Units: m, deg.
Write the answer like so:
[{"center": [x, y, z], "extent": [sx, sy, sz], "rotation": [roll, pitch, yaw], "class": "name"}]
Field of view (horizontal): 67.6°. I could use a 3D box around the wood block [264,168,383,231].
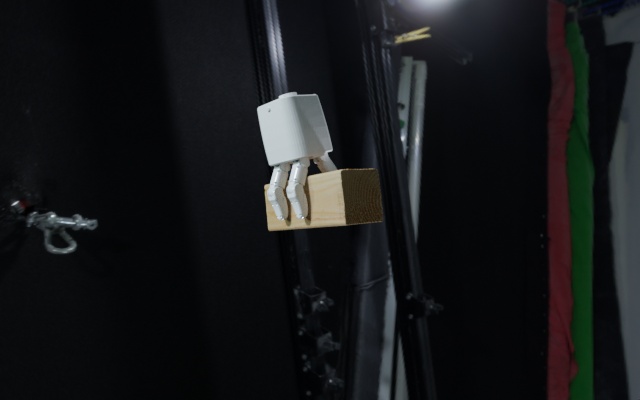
[{"center": [0.000, 0.002, 0.842], "extent": [0.091, 0.090, 0.206], "rotation": [-4, -2, -41], "class": "wood block"}]
